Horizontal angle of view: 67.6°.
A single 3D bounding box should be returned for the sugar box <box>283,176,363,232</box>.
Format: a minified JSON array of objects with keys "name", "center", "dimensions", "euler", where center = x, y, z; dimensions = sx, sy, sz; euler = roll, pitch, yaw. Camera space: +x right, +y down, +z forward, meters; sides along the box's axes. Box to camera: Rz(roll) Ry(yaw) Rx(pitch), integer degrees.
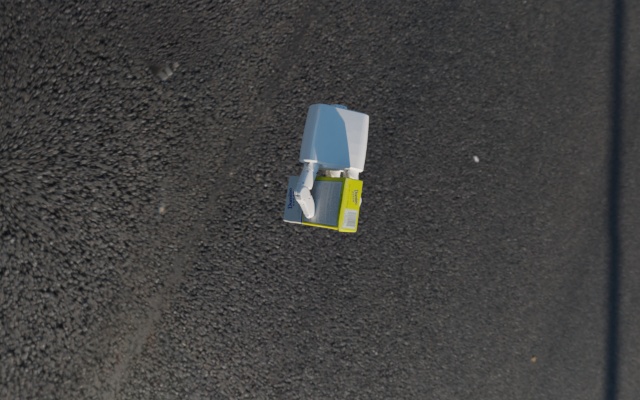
[{"name":"sugar box","center":[0.001,0.003,0.886],"dimensions":[0.048,0.093,0.176],"euler":[9,-1,-35]}]
